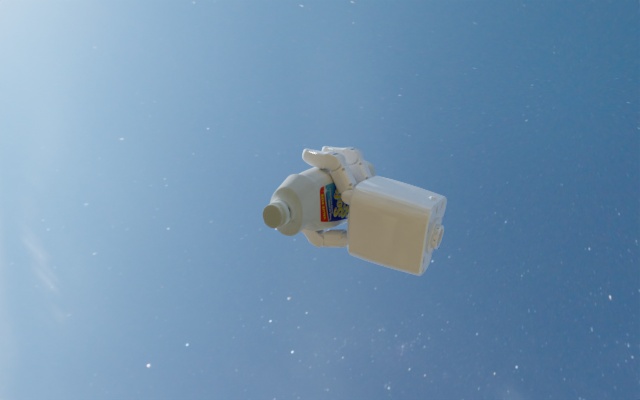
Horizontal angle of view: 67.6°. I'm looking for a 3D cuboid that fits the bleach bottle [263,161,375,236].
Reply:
[{"bbox_3d":[0.000,0.002,0.673,0.068,0.102,0.251,16,19,24],"label":"bleach bottle"}]
